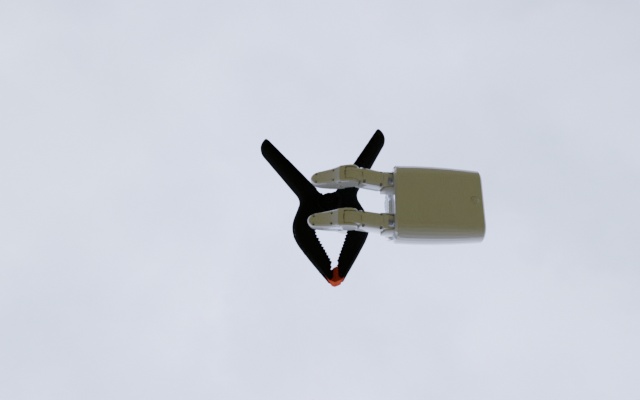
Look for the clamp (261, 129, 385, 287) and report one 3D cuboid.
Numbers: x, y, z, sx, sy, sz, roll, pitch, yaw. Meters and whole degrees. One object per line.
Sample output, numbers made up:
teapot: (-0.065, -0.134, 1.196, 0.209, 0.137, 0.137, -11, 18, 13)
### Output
clamp: (0.000, 0.003, 0.603, 0.164, 0.210, 0.036, 1, -23, 3)
